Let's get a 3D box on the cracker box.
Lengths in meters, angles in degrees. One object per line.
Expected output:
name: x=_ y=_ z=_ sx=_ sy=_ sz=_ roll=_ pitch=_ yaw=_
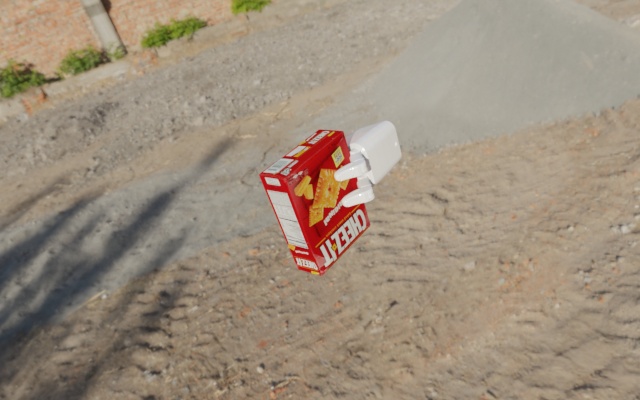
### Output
cracker box: x=0.000 y=0.003 z=0.869 sx=0.072 sy=0.214 sz=0.164 roll=11 pitch=41 yaw=42
